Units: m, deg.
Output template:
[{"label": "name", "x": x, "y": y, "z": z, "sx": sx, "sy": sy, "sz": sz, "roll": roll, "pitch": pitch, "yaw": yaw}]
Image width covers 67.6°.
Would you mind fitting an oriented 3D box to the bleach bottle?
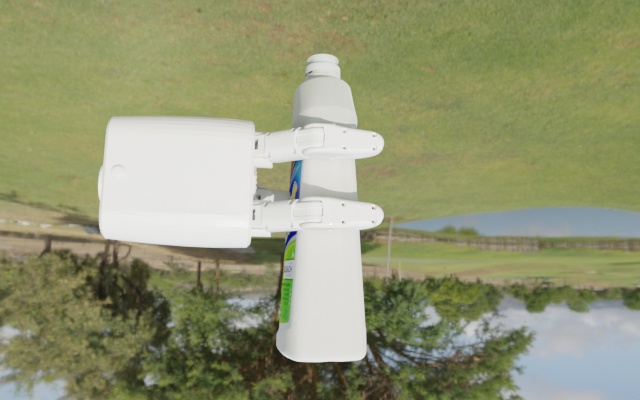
[{"label": "bleach bottle", "x": 0.000, "y": 0.001, "z": 0.409, "sx": 0.068, "sy": 0.250, "sz": 0.102, "roll": 2, "pitch": -11, "yaw": -10}]
